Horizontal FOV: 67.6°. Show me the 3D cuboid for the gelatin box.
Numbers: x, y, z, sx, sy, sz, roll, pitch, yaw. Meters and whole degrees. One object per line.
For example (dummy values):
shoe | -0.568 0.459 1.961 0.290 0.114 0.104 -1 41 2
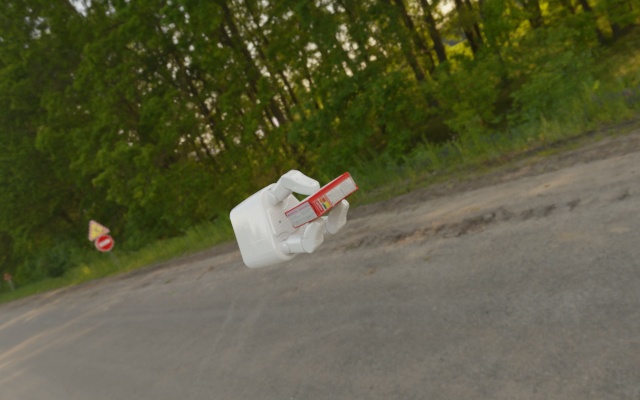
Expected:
gelatin box | 0.000 0.002 0.647 0.073 0.030 0.089 -35 2 -28
